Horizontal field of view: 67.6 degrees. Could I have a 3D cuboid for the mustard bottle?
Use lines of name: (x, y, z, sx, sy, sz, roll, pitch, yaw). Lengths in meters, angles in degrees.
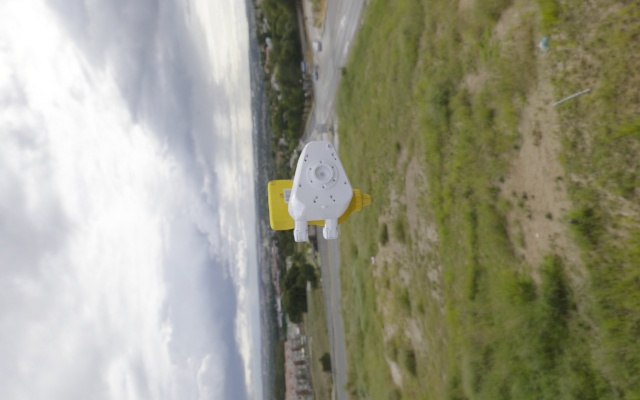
mustard bottle: (0.000, 0.003, 0.894, 0.191, 0.096, 0.058, -4, -38, -8)
